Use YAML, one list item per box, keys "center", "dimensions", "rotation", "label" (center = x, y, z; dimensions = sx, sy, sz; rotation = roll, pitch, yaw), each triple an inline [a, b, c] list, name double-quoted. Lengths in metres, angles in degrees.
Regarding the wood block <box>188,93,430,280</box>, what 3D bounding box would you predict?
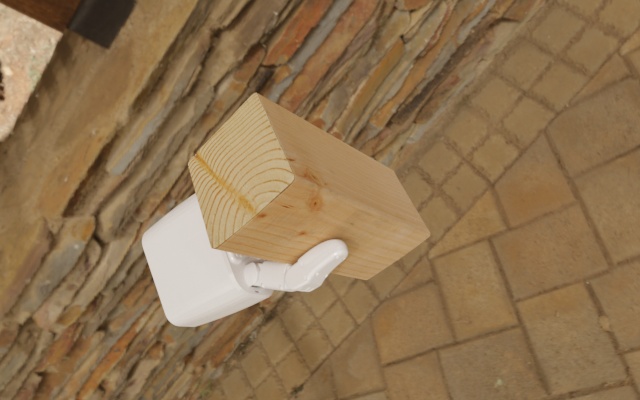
- center: [0.000, 0.002, 0.428]
  dimensions: [0.090, 0.090, 0.206]
  rotation: [-39, -34, 23]
  label: "wood block"
